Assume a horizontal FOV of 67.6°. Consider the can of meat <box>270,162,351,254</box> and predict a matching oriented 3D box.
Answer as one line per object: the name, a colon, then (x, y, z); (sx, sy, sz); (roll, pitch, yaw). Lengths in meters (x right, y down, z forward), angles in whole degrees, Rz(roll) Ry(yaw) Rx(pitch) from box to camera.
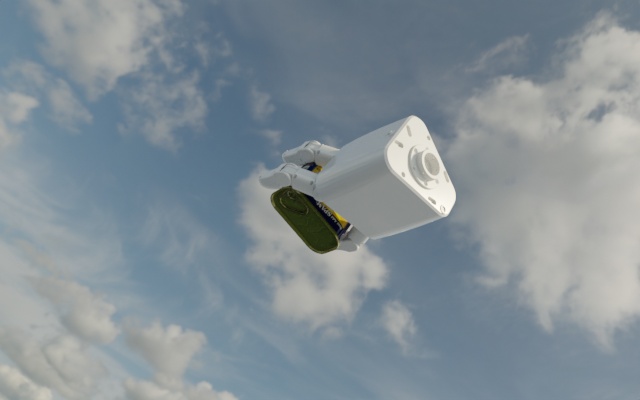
can of meat: (0.000, 0.002, 0.612); (0.057, 0.102, 0.084); (-27, 18, 48)
